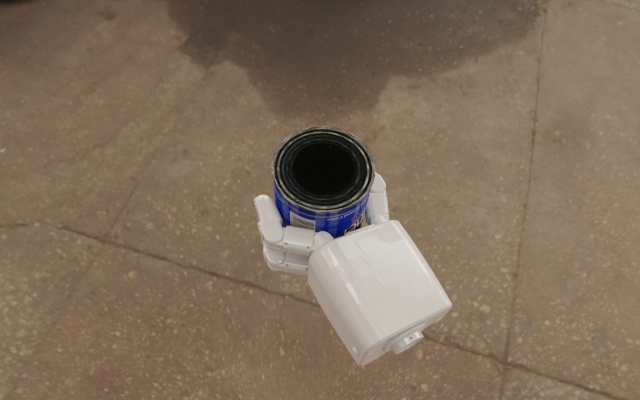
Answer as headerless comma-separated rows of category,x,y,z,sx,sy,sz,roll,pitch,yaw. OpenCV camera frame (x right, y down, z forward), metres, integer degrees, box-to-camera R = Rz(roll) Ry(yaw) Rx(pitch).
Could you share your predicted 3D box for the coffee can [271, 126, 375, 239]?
coffee can,0.000,0.002,0.527,0.103,0.102,0.140,0,-30,-3
